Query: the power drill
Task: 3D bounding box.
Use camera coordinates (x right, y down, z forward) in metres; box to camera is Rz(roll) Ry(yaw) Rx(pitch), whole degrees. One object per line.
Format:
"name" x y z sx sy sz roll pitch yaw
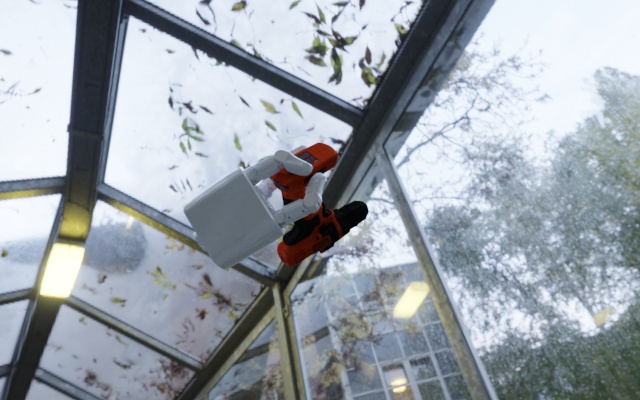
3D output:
"power drill" 0.000 0.002 0.781 0.184 0.188 0.057 -31 43 -23
